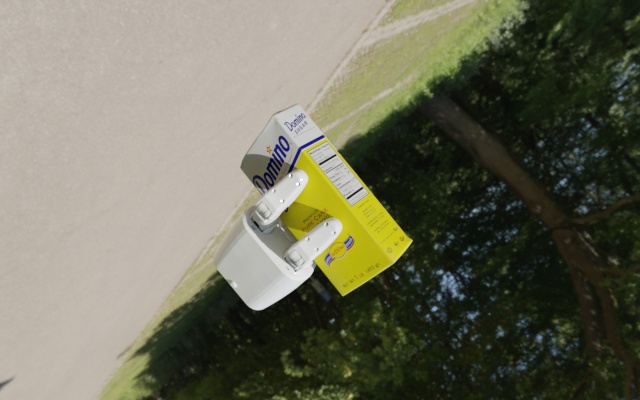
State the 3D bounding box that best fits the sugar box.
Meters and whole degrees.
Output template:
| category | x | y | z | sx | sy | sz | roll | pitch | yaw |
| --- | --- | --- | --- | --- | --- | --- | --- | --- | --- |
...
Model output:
| category | x | y | z | sx | sy | sz | roll | pitch | yaw |
| --- | --- | --- | --- | --- | --- | --- | --- | --- | --- |
| sugar box | 0.000 | 0.002 | 0.475 | 0.048 | 0.176 | 0.093 | -38 | -5 | -43 |
